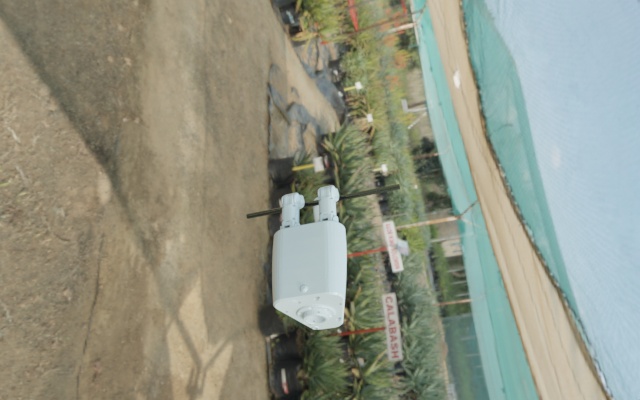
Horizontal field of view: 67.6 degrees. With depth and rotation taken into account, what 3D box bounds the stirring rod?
[{"bbox_3d":[0.000,0.002,0.721,0.239,0.011,0.011,-11,-3,13],"label":"stirring rod"}]
